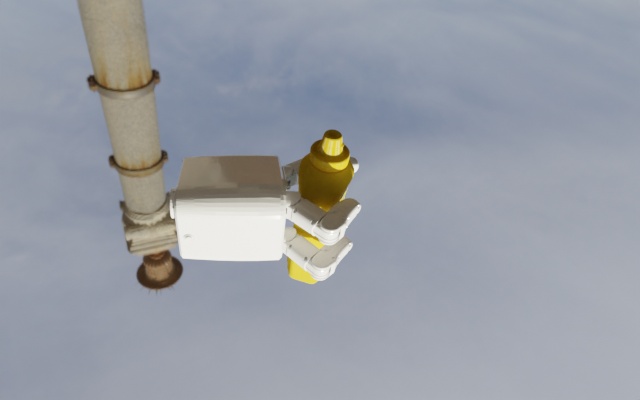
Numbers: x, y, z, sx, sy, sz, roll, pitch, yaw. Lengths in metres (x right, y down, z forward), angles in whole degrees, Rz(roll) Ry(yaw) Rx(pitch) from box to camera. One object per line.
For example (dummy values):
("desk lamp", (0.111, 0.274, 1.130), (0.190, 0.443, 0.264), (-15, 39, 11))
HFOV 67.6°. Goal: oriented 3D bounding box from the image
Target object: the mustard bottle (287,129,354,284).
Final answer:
("mustard bottle", (0.000, 0.002, 0.538), (0.058, 0.192, 0.096), (17, 45, 8))
